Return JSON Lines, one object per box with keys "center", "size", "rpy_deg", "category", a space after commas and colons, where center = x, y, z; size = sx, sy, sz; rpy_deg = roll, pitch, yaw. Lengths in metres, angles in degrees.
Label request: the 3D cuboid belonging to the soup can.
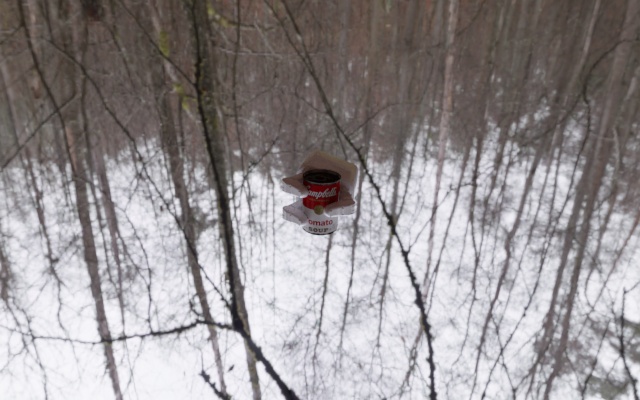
{"center": [0.000, 0.003, 0.855], "size": [0.068, 0.102, 0.068], "rpy_deg": [2, 25, -1], "category": "soup can"}
